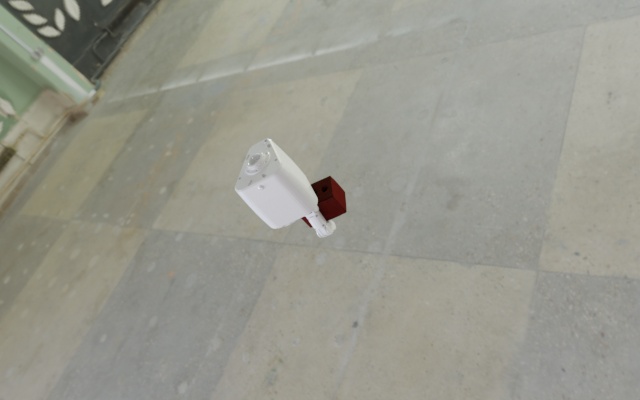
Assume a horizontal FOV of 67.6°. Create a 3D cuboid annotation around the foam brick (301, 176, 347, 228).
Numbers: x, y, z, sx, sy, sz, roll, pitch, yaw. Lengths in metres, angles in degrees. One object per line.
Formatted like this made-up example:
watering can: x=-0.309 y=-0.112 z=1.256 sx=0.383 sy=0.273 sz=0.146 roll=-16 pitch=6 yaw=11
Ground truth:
foam brick: x=0.000 y=0.003 z=0.845 sx=0.078 sy=0.053 sz=0.051 roll=-24 pitch=-48 yaw=19
